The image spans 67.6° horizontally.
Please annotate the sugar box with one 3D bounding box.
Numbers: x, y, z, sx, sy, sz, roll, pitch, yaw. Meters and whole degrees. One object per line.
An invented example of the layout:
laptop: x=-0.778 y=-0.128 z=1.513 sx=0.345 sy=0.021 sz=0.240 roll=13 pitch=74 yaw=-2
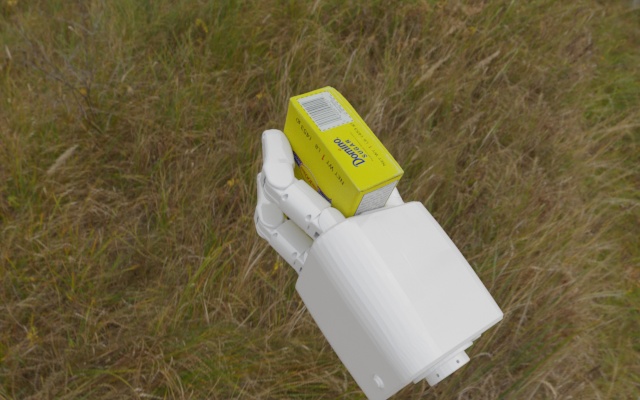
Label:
sugar box: x=0.000 y=0.002 z=0.401 sx=0.048 sy=0.093 sz=0.176 roll=-22 pitch=-26 yaw=-27
